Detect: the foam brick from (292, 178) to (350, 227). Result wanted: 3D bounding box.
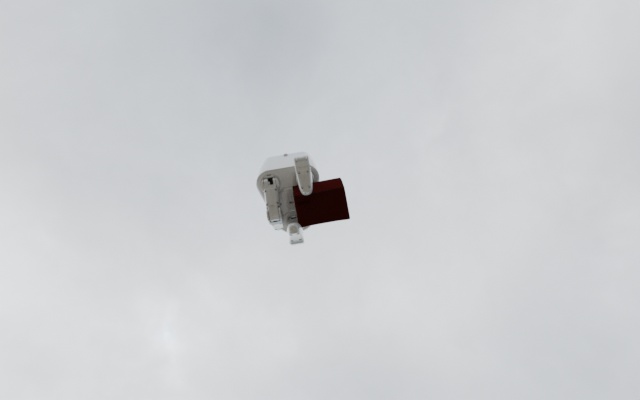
[{"bbox_3d":[0.000,0.002,0.717,0.078,0.053,0.051,-9,19,-1],"label":"foam brick"}]
